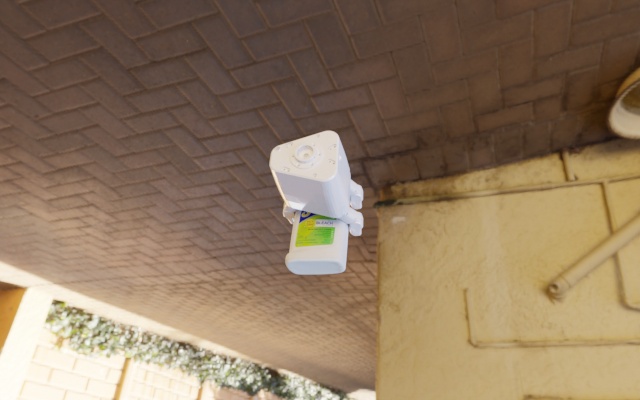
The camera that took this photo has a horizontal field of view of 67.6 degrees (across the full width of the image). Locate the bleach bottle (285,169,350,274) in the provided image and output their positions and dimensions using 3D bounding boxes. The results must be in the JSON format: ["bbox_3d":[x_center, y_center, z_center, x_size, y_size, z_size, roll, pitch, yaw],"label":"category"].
[{"bbox_3d":[0.000,0.003,0.848,0.102,0.250,0.068,-3,-31,11],"label":"bleach bottle"}]
